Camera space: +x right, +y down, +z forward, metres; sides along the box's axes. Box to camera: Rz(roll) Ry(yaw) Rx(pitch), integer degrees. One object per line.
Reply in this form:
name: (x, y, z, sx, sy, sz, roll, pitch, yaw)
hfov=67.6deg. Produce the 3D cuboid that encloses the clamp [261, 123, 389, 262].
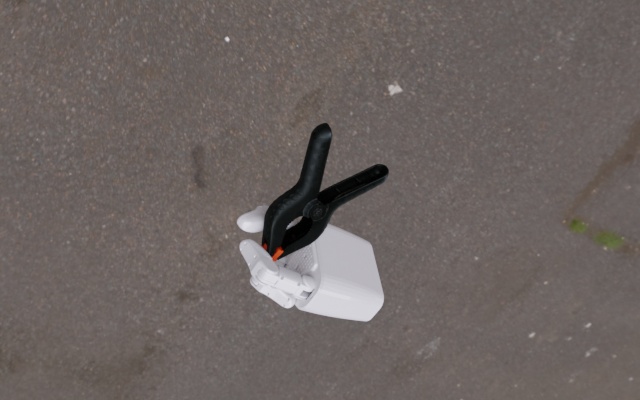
clamp: (0.000, 0.002, 0.545, 0.120, 0.171, 0.039, 21, 26, -33)
